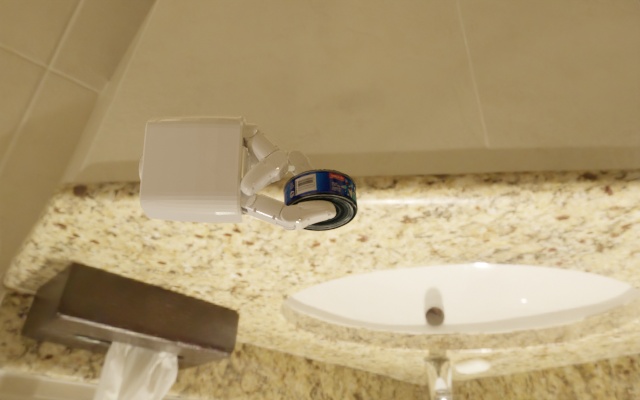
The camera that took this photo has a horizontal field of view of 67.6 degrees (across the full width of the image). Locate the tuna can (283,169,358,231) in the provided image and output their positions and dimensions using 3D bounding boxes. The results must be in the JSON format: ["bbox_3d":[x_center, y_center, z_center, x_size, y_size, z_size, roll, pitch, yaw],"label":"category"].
[{"bbox_3d":[0.000,0.002,0.552,0.086,0.033,0.086,-2,-32,-2],"label":"tuna can"}]
